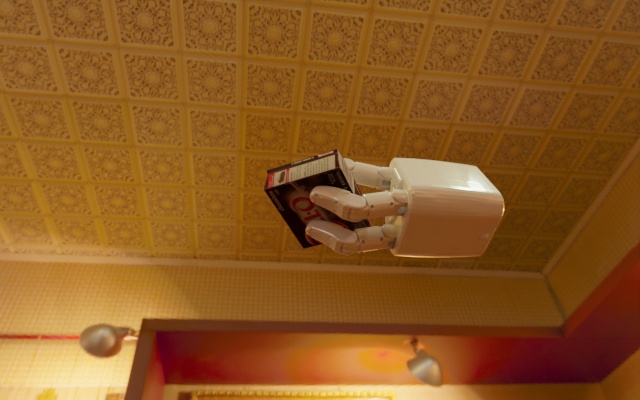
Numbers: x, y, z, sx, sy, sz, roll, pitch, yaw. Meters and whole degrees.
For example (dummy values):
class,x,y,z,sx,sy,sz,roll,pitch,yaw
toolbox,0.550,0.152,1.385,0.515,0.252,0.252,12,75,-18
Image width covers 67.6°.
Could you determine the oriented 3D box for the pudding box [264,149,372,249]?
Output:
class,x,y,z,sx,sy,sz,roll,pitch,yaw
pudding box,0.000,0.002,0.550,0.090,0.039,0.114,-16,-49,15
